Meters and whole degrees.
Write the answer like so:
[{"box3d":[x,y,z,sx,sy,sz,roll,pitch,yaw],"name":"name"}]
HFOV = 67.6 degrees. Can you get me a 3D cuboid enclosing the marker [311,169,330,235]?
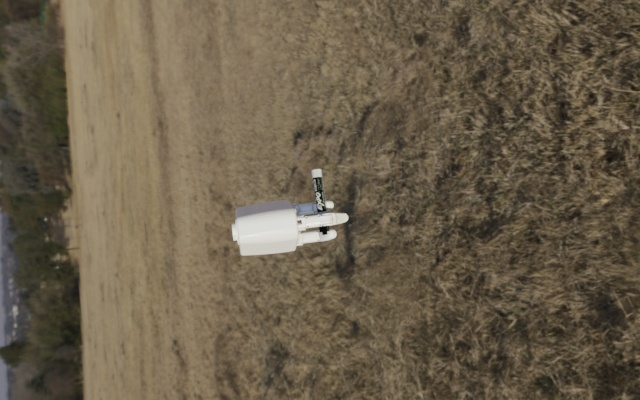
[{"box3d":[0.000,0.003,0.875,0.020,0.121,0.020,-8,-4,-1],"name":"marker"}]
